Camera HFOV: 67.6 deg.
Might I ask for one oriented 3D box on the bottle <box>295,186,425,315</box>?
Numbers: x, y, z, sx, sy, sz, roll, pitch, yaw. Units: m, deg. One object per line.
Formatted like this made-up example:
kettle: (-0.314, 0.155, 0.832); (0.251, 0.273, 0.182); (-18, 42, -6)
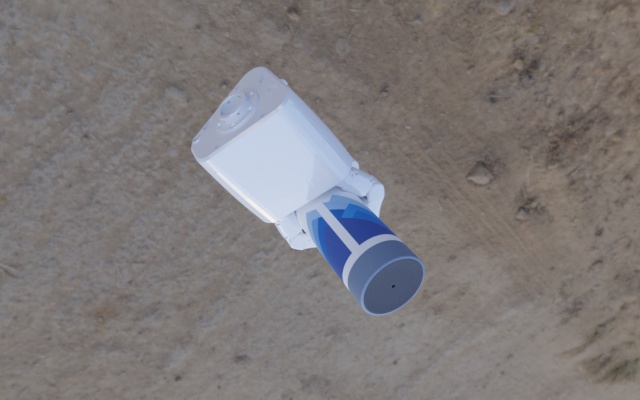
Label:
bottle: (0.000, 0.002, 0.527); (0.069, 0.069, 0.295); (0, 30, -30)
